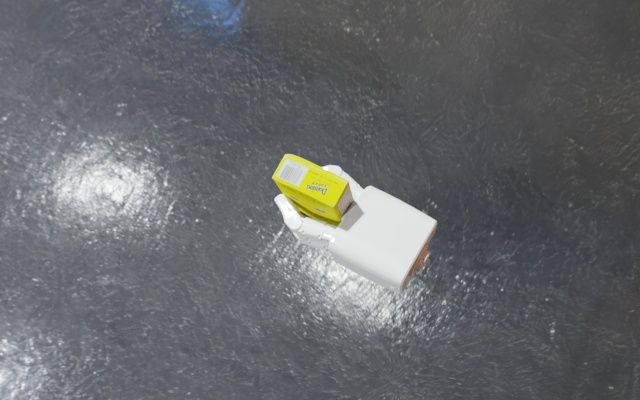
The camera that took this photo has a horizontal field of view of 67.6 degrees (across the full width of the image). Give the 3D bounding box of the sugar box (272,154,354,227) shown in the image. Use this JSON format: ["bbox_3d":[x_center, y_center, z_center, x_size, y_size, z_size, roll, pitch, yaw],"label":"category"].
[{"bbox_3d":[0.000,0.003,0.668,0.093,0.048,0.176,26,-15,18],"label":"sugar box"}]
